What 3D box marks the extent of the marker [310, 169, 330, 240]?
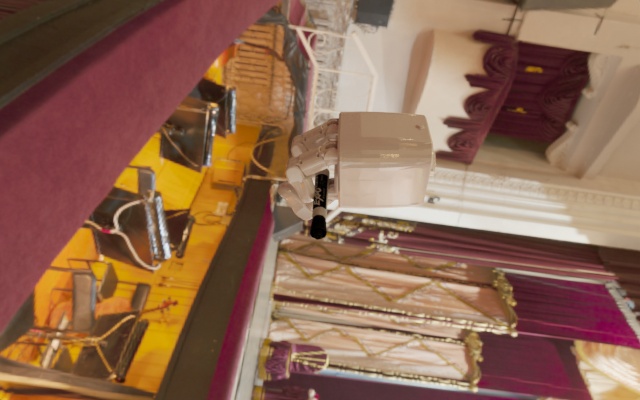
[{"bbox_3d":[0.000,0.002,0.570,0.020,0.020,0.121,0,39,3],"label":"marker"}]
